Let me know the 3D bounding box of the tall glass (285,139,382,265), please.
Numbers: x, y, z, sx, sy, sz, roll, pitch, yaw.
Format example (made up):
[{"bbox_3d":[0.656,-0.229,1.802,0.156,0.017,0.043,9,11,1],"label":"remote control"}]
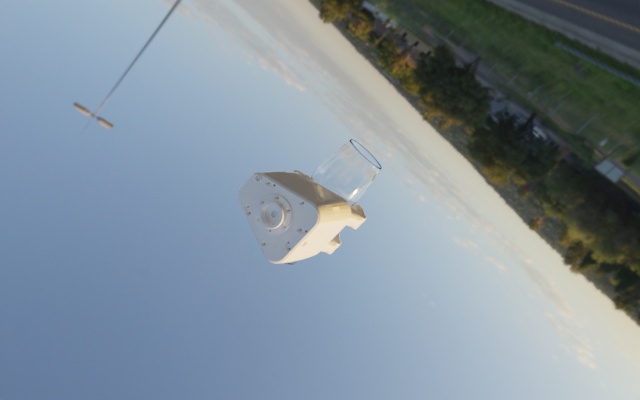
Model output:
[{"bbox_3d":[0.000,0.003,0.712,0.201,0.079,0.079,-47,-16,16],"label":"tall glass"}]
